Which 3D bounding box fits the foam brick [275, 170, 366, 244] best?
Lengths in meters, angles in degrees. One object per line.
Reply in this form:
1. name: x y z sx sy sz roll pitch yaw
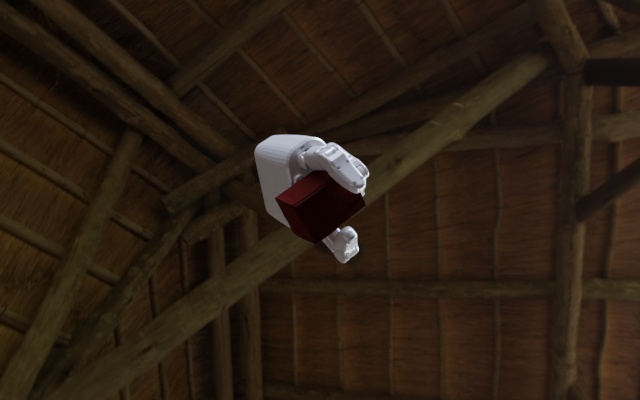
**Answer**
1. foam brick: 0.000 0.002 0.526 0.078 0.053 0.051 -36 25 -21
